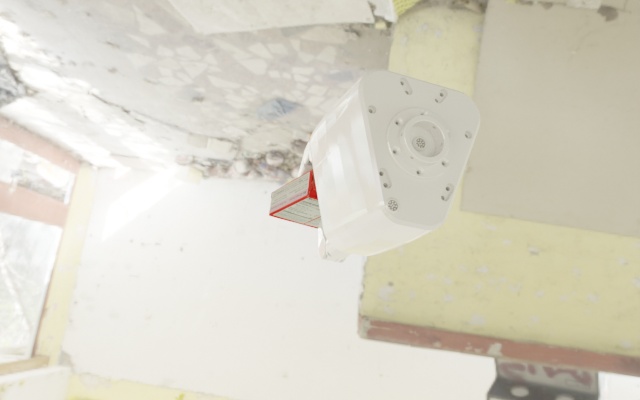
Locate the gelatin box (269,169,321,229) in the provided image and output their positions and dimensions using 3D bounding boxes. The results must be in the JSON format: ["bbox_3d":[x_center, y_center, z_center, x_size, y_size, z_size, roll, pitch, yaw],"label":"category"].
[{"bbox_3d":[0.000,0.002,0.478,0.073,0.030,0.089,16,-22,-27],"label":"gelatin box"}]
